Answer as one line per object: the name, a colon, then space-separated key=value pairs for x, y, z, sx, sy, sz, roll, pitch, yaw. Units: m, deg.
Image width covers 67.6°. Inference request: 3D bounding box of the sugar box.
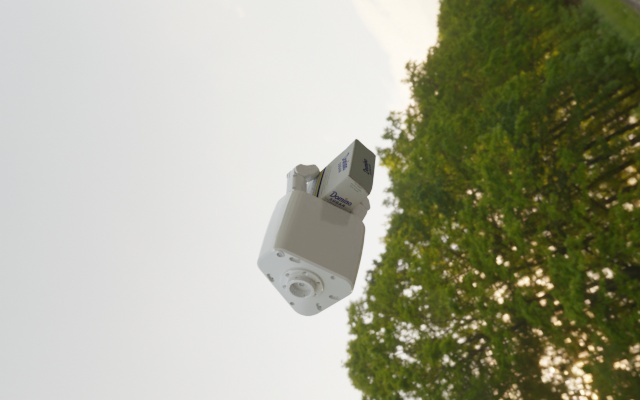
sugar box: x=0.000 y=0.003 z=0.655 sx=0.048 sy=0.093 sz=0.176 roll=40 pitch=-55 yaw=-19
